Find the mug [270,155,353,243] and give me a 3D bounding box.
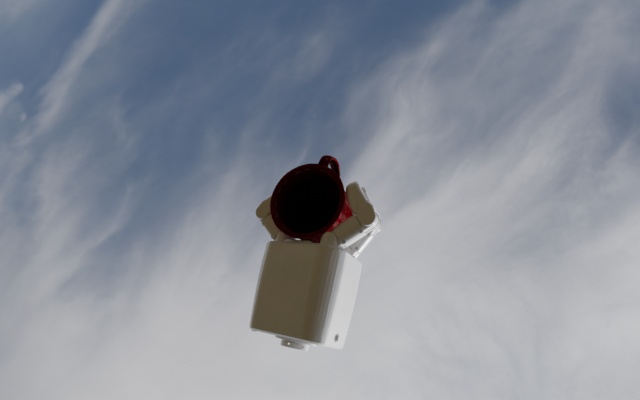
[{"bbox_3d":[0.000,0.001,0.590,0.093,0.117,0.081,7,-17,24],"label":"mug"}]
